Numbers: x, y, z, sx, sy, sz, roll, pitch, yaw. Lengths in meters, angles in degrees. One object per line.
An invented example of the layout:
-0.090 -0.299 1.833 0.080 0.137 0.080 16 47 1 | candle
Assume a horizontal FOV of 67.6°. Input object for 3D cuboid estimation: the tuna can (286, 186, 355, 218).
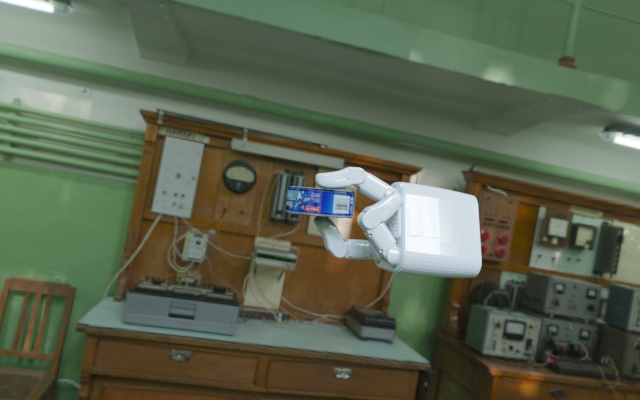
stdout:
0.000 0.001 0.599 0.086 0.034 0.086 5 1 0 | tuna can
